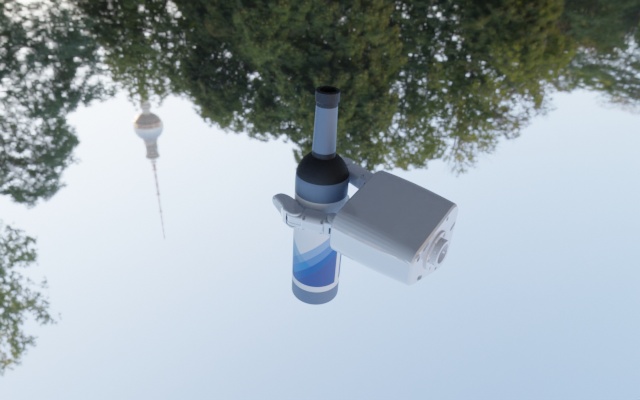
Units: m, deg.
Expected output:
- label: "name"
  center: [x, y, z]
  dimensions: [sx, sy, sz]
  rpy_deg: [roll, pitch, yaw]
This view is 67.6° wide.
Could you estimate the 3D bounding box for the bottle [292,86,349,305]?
- label: "bottle"
  center: [0.000, 0.002, 0.605]
  dimensions: [0.069, 0.296, 0.069]
  rpy_deg: [3, 32, -2]
